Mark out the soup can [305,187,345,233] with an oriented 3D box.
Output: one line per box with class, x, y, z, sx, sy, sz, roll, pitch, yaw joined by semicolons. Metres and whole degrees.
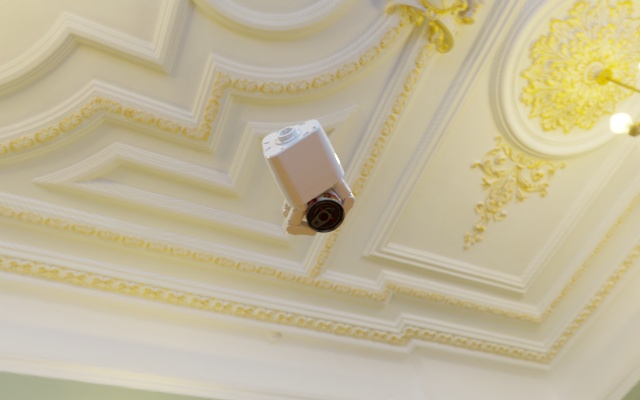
soup can;0.000;0.003;0.863;0.068;0.068;0.102;0;30;-11
